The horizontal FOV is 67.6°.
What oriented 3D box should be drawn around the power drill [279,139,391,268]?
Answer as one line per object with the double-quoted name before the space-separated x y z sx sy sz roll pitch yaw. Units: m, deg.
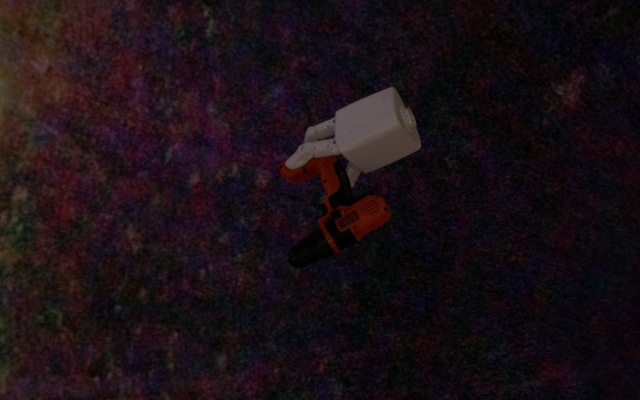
"power drill" 0.000 0.002 0.799 0.184 0.187 0.057 -30 -28 2
